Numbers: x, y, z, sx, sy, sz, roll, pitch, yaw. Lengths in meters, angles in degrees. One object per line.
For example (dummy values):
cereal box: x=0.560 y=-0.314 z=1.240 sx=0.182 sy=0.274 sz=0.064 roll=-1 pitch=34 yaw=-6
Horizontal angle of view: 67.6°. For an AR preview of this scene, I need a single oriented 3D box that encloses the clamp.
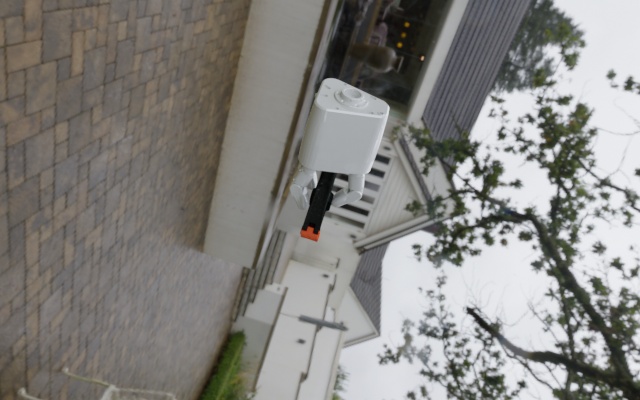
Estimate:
clamp: x=0.001 y=0.003 z=0.791 sx=0.036 sy=0.165 sz=0.209 roll=16 pitch=42 yaw=1
